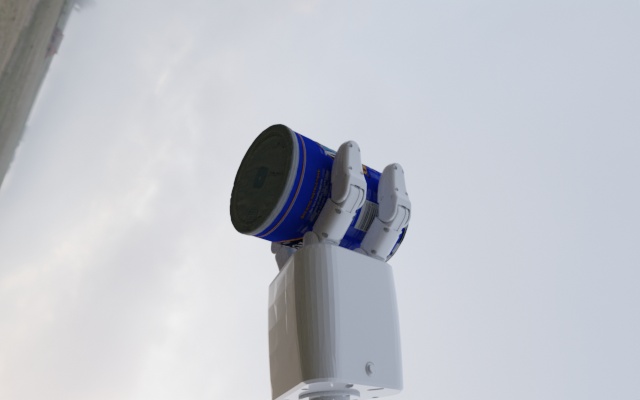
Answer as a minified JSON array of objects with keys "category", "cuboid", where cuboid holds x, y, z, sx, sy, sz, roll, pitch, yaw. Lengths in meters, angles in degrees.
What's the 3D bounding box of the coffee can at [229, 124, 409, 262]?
[{"category":"coffee can","cuboid":[0.000,0.001,0.455,0.140,0.103,0.103,22,-12,-33]}]
